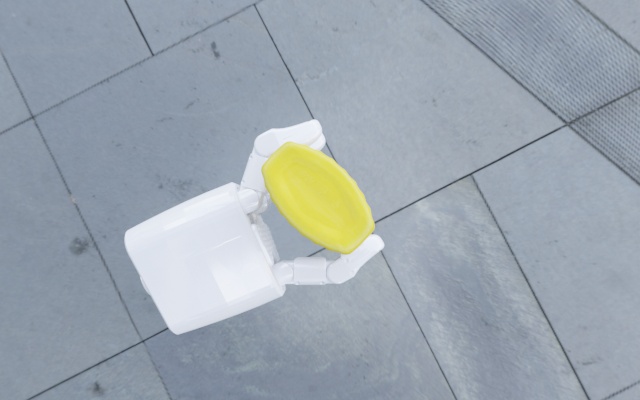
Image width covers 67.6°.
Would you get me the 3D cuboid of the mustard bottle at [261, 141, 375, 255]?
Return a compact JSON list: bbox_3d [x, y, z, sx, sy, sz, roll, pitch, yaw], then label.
[{"bbox_3d":[0.000,0.001,0.444,0.096,0.058,0.191,43,-1,3],"label":"mustard bottle"}]
